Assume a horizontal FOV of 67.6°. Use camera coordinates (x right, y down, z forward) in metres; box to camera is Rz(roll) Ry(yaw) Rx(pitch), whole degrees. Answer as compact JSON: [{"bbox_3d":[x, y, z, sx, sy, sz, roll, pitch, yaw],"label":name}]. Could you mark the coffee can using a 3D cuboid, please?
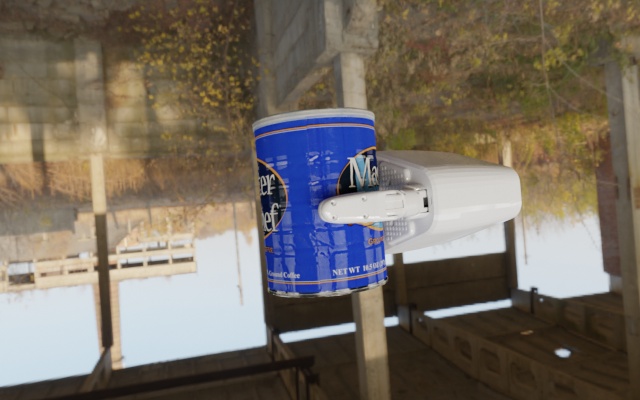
[{"bbox_3d":[0.000,0.001,0.403,0.103,0.140,0.103,-5,0,0],"label":"coffee can"}]
